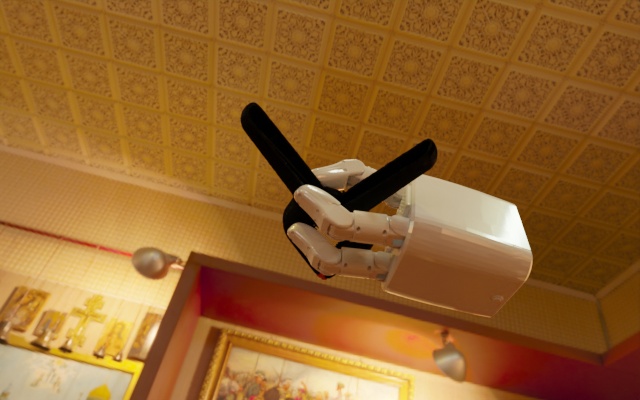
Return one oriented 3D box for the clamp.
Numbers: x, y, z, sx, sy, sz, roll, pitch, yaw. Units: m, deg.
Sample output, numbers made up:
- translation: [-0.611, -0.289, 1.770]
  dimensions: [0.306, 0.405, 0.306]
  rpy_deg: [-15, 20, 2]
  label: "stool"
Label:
- translation: [0.000, 0.001, 0.454]
  dimensions: [0.164, 0.036, 0.210]
  rpy_deg: [19, -42, 5]
  label: "clamp"
